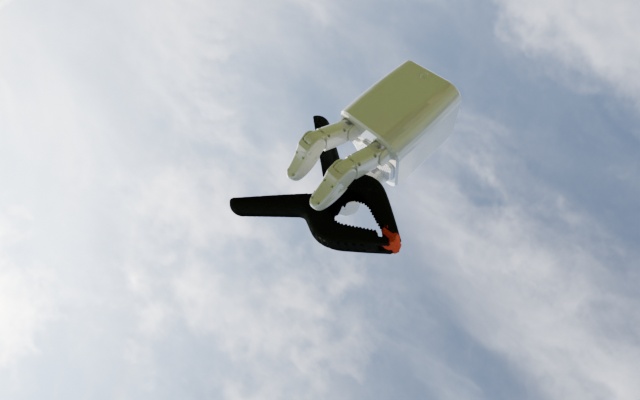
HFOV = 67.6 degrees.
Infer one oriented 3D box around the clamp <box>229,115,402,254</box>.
[{"bbox_3d":[0.001,0.002,0.542,0.210,0.164,0.036,43,-9,36],"label":"clamp"}]
